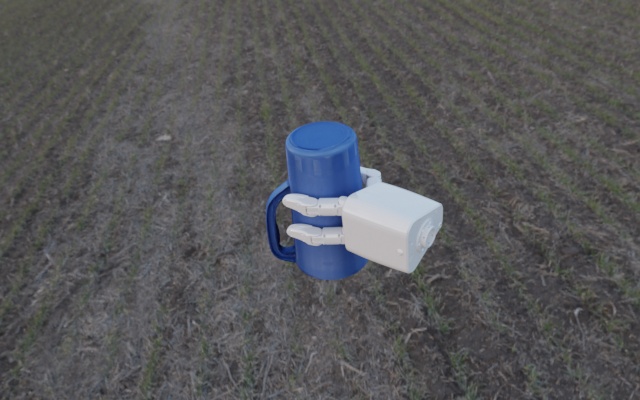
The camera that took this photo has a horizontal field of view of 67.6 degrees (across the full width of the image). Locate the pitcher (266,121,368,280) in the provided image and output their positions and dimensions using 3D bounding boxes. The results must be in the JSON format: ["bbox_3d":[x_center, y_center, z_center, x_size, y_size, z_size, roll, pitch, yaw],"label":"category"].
[{"bbox_3d":[0.000,0.003,0.776,0.145,0.243,0.149,21,44,34],"label":"pitcher"}]
